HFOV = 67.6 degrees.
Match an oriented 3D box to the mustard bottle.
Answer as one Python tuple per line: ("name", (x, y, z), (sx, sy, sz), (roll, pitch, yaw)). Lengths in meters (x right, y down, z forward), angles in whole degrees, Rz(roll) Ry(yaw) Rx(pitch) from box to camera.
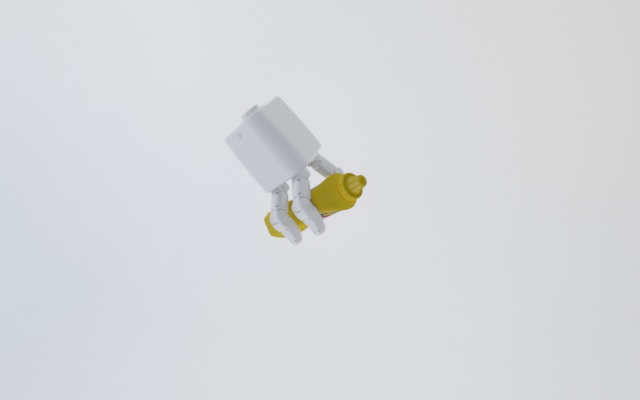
("mustard bottle", (0.000, 0.003, 0.741), (0.096, 0.058, 0.192), (-17, -8, -44))
